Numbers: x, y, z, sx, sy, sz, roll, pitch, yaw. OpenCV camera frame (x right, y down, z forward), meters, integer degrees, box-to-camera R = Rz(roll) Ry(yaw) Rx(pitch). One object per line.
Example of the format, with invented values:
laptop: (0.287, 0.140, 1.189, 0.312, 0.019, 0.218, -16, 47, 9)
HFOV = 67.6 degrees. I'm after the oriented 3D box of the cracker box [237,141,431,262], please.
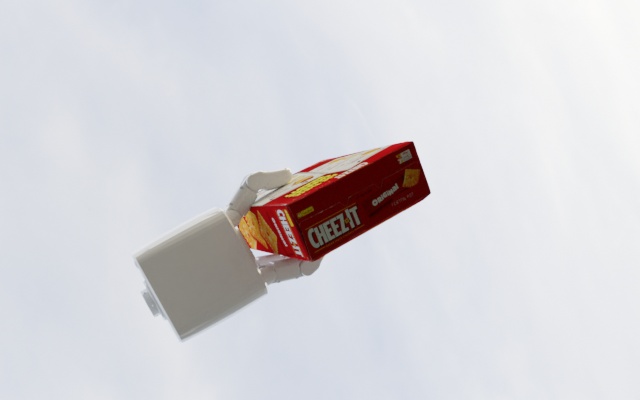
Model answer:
cracker box: (0.000, 0.002, 0.574, 0.164, 0.072, 0.213, -28, 11, -23)
